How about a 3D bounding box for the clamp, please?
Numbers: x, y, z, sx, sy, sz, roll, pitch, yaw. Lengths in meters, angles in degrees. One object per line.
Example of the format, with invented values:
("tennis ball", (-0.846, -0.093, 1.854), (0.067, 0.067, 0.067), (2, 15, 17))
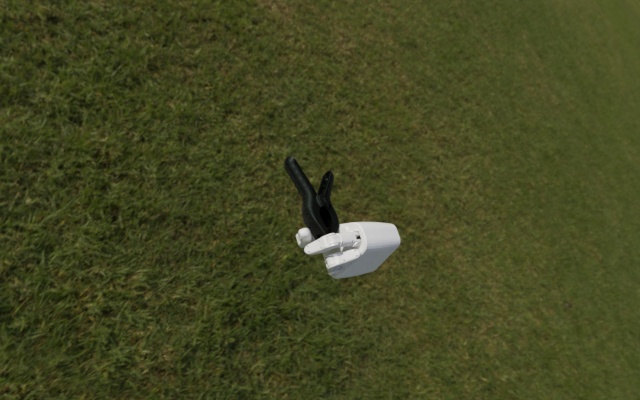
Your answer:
("clamp", (0.001, 0.003, 0.861), (0.120, 0.171, 0.039), (1, -25, -45))
